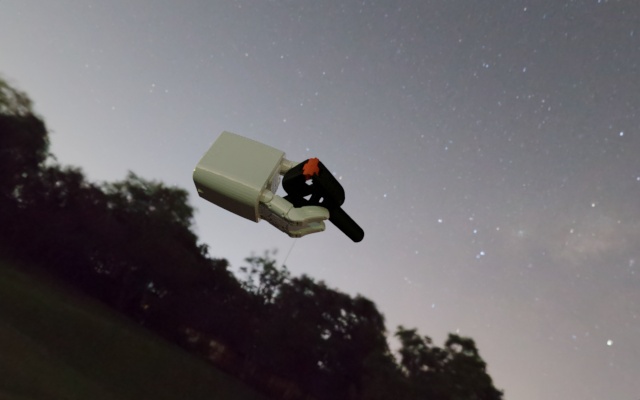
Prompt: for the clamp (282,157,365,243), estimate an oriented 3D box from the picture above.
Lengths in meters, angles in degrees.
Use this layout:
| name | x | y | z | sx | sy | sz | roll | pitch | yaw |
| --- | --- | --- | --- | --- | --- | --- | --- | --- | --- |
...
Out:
| name | x | y | z | sx | sy | sz | roll | pitch | yaw |
| --- | --- | --- | --- | --- | --- | --- | --- | --- | --- |
| clamp | 0.000 | 0.001 | 0.716 | 0.164 | 0.036 | 0.210 | 20 | -23 | 3 |
